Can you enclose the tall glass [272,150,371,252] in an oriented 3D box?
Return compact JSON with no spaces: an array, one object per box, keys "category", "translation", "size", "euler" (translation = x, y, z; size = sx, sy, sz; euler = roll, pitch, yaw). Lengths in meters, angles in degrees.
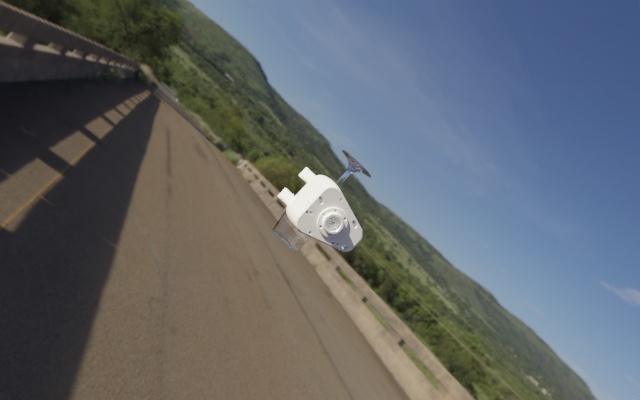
[{"category":"tall glass","translation":[0.001,0.002,0.896],"size":[0.079,0.201,0.079],"euler":[43,1,-1]}]
